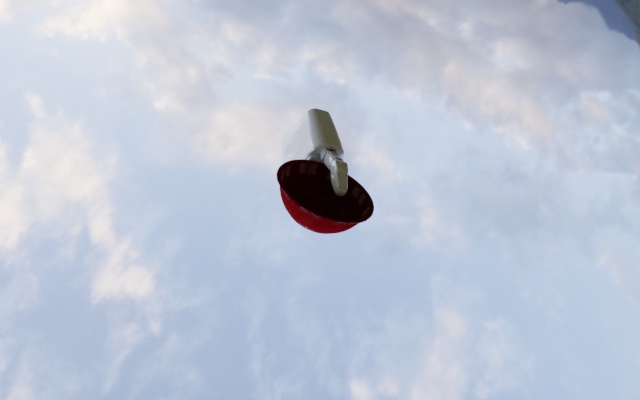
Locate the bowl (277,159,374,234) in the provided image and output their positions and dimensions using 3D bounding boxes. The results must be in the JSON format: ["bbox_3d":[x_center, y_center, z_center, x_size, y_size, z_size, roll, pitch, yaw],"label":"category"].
[{"bbox_3d":[0.000,0.004,0.748,0.162,0.055,0.162,18,30,-11],"label":"bowl"}]
